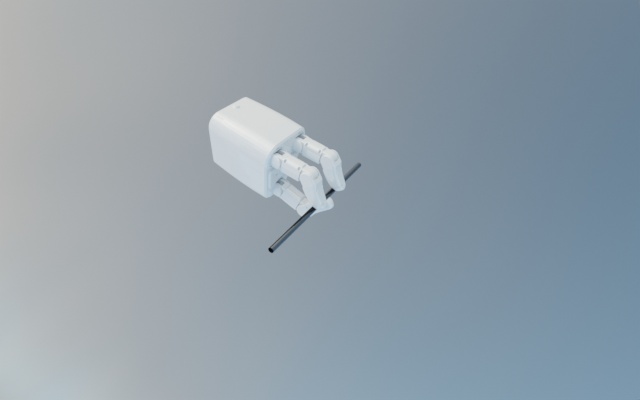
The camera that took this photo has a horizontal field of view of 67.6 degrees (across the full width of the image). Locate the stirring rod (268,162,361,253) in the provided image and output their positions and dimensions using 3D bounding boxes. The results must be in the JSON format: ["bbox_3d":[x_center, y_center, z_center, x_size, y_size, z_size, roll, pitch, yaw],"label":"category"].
[{"bbox_3d":[0.000,0.002,0.667,0.011,0.011,0.239,0,29,35],"label":"stirring rod"}]
